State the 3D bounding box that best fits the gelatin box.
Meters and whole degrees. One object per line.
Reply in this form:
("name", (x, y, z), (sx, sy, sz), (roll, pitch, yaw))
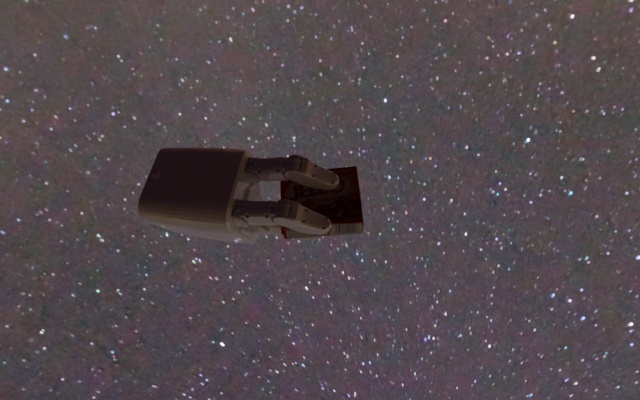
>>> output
("gelatin box", (0.000, 0.002, 0.530), (0.089, 0.073, 0.030), (-4, -31, 0))
